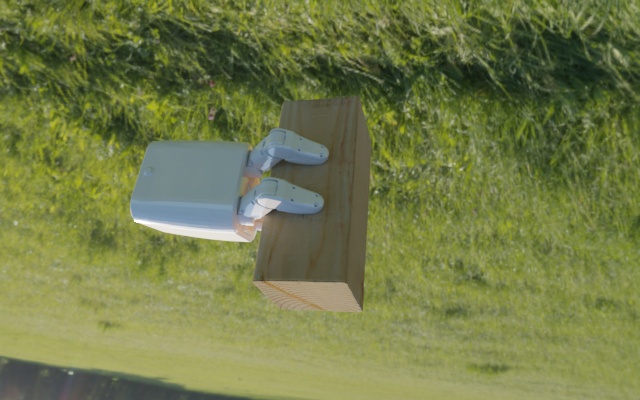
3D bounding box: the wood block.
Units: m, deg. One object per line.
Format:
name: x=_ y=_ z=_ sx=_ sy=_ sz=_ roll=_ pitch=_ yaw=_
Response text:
wood block: x=0.000 y=0.002 z=0.500 sx=0.090 sy=0.206 sz=0.091 roll=-1 pitch=-29 yaw=14
